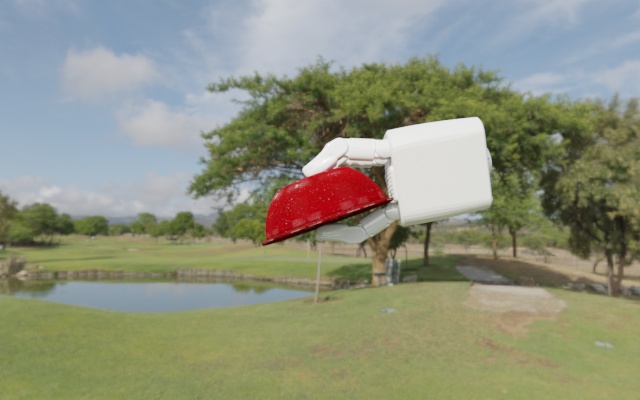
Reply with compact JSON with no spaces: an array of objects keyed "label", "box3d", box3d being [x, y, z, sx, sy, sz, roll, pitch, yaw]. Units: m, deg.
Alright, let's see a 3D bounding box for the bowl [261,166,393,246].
[{"label":"bowl","box3d":[-0.001,0.002,0.558,0.162,0.055,0.162,-20,-4,-2]}]
